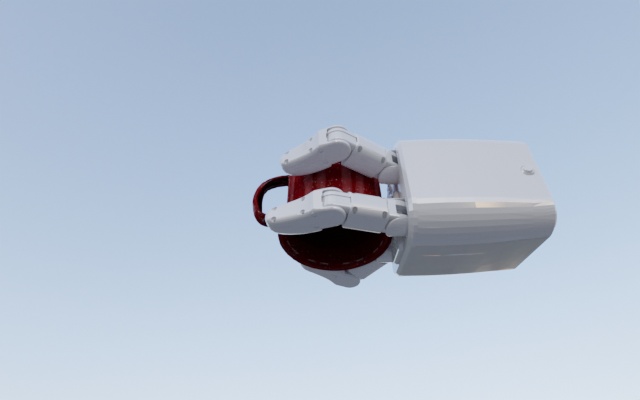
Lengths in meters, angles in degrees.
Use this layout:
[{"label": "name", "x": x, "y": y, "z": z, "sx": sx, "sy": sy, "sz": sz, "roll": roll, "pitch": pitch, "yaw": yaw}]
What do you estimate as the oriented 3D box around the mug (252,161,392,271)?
[{"label": "mug", "x": -0.001, "y": 0.001, "z": 0.414, "sx": 0.117, "sy": 0.081, "sz": 0.093, "roll": -1, "pitch": -44, "yaw": 1}]
